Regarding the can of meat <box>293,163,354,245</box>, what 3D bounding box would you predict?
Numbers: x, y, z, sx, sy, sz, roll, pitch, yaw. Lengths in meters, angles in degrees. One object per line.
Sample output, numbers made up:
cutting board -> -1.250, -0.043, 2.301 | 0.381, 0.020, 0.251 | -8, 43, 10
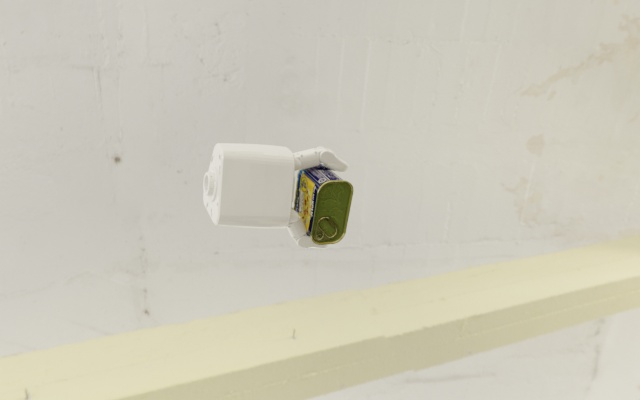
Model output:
can of meat -> 0.000, 0.002, 0.721 | 0.057, 0.102, 0.084 | -3, 25, -26
